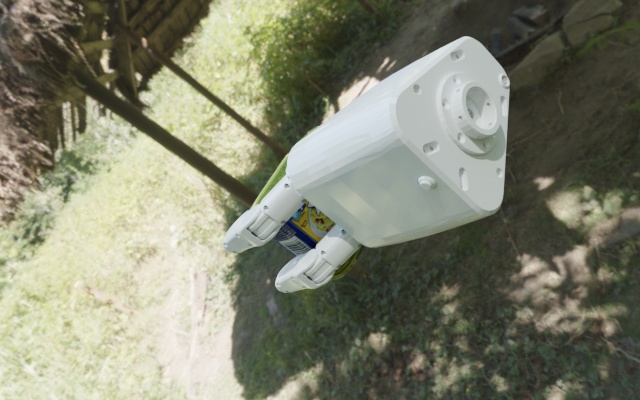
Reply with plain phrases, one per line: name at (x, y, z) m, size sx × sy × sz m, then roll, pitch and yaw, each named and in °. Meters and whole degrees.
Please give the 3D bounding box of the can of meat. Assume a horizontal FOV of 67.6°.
can of meat at (0.000, 0.001, 0.402) m, size 0.084 × 0.102 × 0.057 m, roll 40°, pitch -27°, yaw -19°
